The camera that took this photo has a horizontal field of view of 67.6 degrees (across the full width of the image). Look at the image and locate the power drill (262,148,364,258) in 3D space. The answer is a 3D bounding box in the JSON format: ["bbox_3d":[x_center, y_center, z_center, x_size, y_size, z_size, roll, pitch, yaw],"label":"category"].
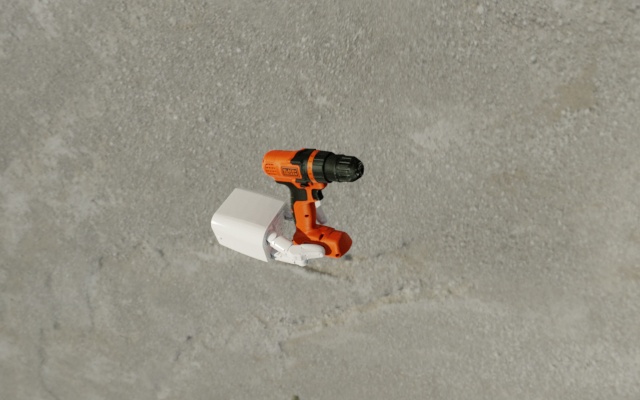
[{"bbox_3d":[0.000,0.003,0.793,0.184,0.188,0.057,8,33,34],"label":"power drill"}]
